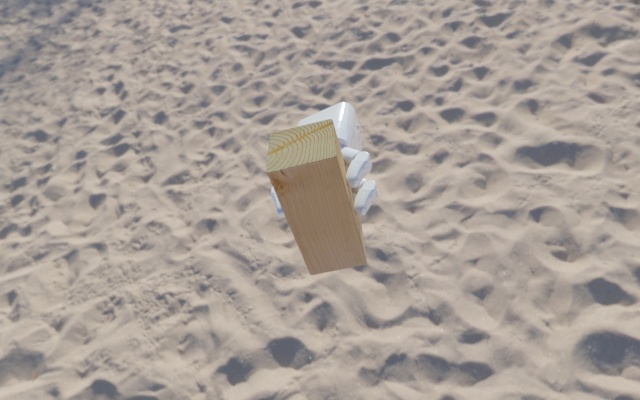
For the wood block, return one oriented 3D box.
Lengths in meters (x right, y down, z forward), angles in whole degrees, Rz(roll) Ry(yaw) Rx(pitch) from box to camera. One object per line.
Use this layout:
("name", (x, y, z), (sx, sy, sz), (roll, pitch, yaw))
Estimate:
("wood block", (0.000, 0.002, 0.677), (0.091, 0.206, 0.090), (-12, 41, 8))
